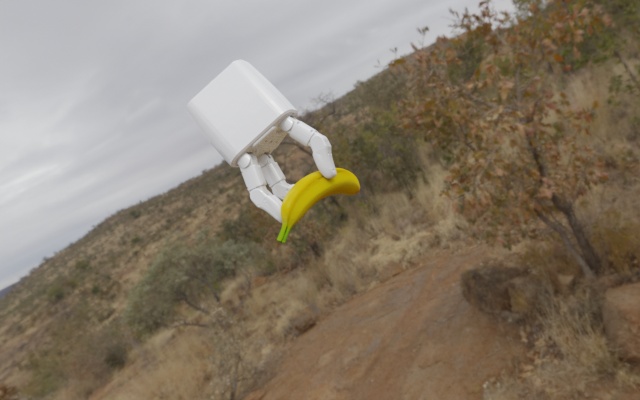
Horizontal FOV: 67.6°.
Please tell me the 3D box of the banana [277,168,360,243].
[{"bbox_3d":[0.002,-0.012,0.666,0.037,0.070,0.197,31,37,24],"label":"banana"}]
